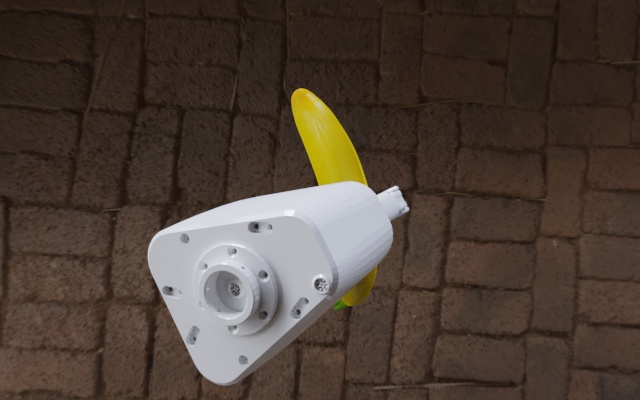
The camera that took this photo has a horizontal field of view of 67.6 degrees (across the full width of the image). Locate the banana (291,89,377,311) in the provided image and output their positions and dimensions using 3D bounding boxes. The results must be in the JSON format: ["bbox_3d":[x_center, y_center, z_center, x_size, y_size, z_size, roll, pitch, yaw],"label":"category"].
[{"bbox_3d":[0.013,0.005,0.388,0.037,0.198,0.069,-17,11,-41],"label":"banana"}]
